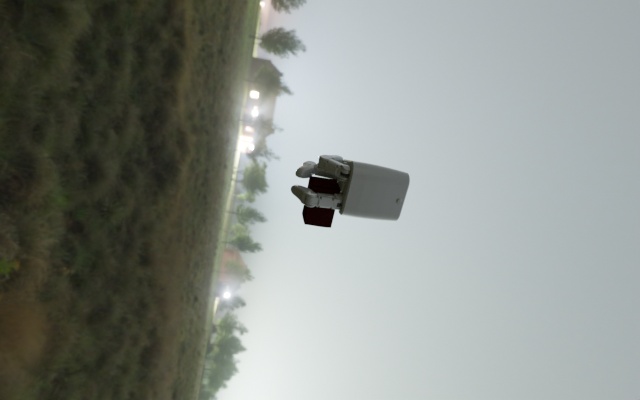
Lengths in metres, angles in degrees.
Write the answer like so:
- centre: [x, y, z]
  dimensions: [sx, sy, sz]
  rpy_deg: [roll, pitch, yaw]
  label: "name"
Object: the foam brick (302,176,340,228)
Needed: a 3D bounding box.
- centre: [0.000, 0.003, 0.863]
  dimensions: [0.051, 0.078, 0.053]
  rpy_deg: [9, 23, -10]
  label: "foam brick"
